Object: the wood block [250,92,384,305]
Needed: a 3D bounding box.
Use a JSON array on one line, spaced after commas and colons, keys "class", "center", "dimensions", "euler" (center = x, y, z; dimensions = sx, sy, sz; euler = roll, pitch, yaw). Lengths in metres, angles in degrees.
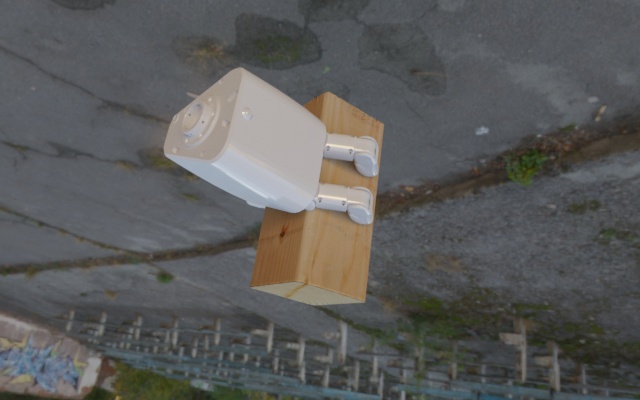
[{"class": "wood block", "center": [0.000, 0.002, 0.524], "dimensions": [0.090, 0.206, 0.091], "euler": [23, -25, -32]}]
